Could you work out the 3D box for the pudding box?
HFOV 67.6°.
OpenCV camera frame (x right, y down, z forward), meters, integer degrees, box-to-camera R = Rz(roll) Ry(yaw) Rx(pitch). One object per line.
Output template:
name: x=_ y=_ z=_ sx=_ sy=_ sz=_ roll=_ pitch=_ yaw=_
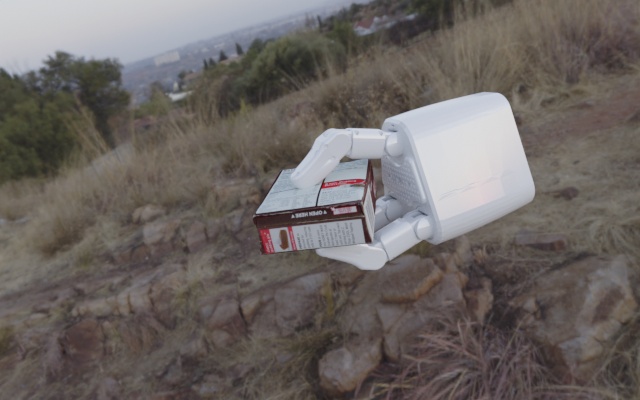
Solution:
pudding box: x=0.000 y=0.001 z=0.410 sx=0.090 sy=0.039 sz=0.113 roll=-8 pitch=20 yaw=11
